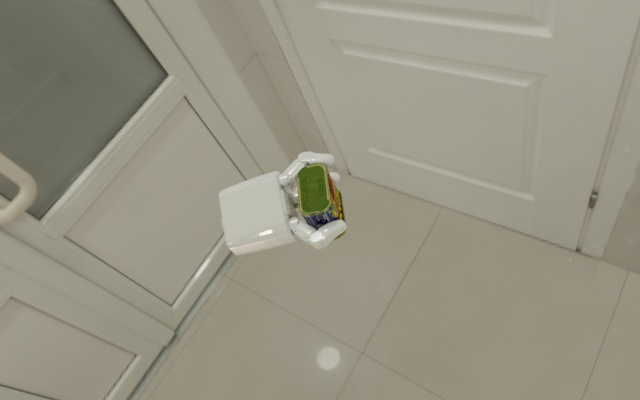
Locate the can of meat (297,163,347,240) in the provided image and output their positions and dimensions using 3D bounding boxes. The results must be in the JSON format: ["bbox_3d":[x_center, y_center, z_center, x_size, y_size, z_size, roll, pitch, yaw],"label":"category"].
[{"bbox_3d":[0.000,0.002,0.770,0.057,0.102,0.084,-15,-36,11],"label":"can of meat"}]
